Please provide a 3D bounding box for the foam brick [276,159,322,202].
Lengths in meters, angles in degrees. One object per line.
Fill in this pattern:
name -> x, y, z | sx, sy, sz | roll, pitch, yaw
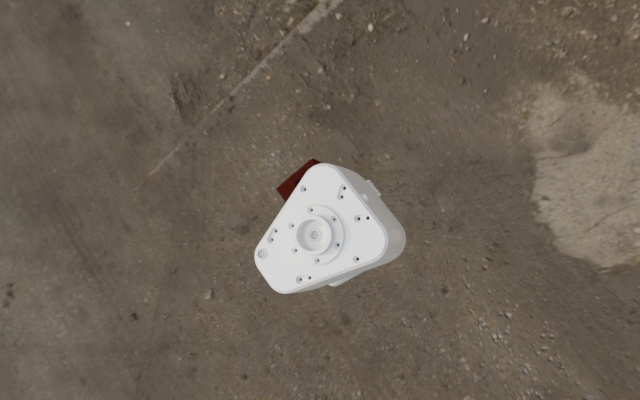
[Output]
foam brick -> 0.000, 0.002, 0.518 | 0.053, 0.078, 0.051 | -39, -13, 11
